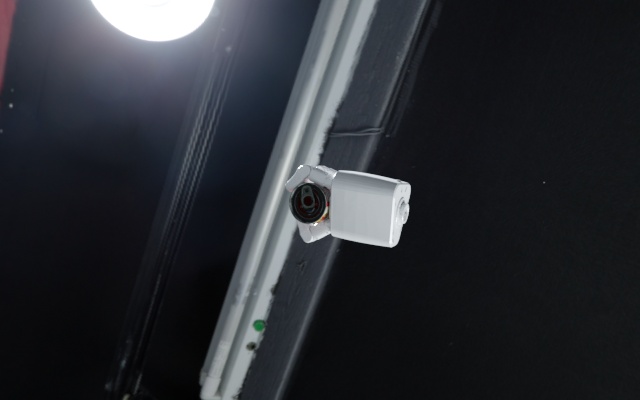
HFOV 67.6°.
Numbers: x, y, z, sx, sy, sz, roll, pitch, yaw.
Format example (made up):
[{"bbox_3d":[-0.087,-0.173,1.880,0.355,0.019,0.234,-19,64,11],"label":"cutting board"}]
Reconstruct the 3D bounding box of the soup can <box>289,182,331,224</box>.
[{"bbox_3d":[0.000,0.003,0.820,0.068,0.068,0.102,0,2,25],"label":"soup can"}]
